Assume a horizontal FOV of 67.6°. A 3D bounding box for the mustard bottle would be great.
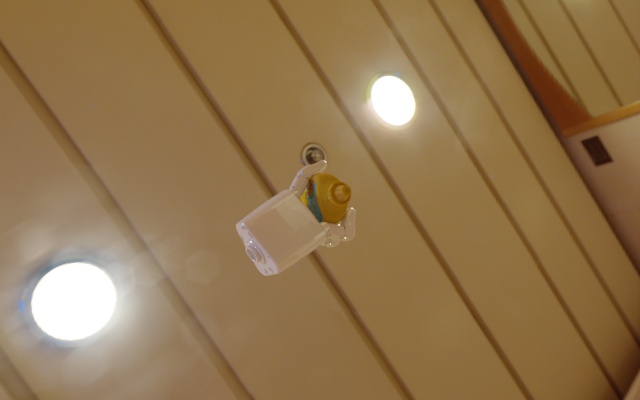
[{"bbox_3d":[0.000,0.003,0.862,0.058,0.096,0.192,-7,-8,-28],"label":"mustard bottle"}]
